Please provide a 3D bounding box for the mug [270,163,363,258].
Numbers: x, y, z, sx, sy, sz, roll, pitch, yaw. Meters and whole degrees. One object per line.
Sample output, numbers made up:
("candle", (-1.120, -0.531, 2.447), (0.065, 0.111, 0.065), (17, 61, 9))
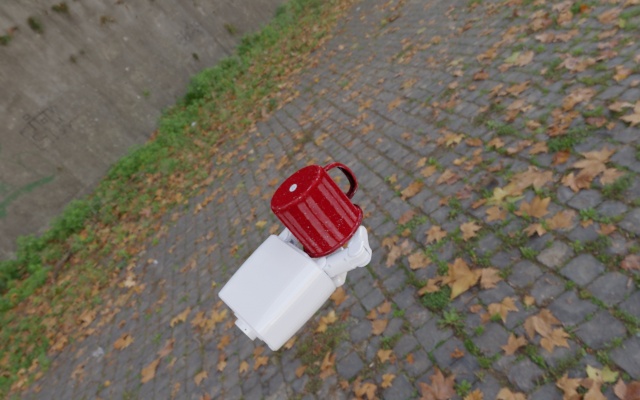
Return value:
("mug", (0.001, 0.001, 0.595), (0.081, 0.117, 0.093), (50, -17, -24))
